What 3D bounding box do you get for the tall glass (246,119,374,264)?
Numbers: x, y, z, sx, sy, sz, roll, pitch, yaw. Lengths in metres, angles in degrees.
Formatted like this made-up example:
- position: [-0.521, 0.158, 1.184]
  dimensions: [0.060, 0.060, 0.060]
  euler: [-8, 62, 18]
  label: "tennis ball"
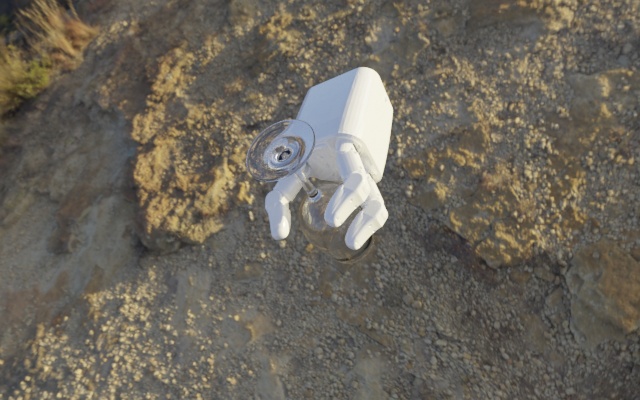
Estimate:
- position: [0.000, 0.002, 0.534]
  dimensions: [0.079, 0.079, 0.201]
  euler: [0, -31, 27]
  label: "tall glass"
